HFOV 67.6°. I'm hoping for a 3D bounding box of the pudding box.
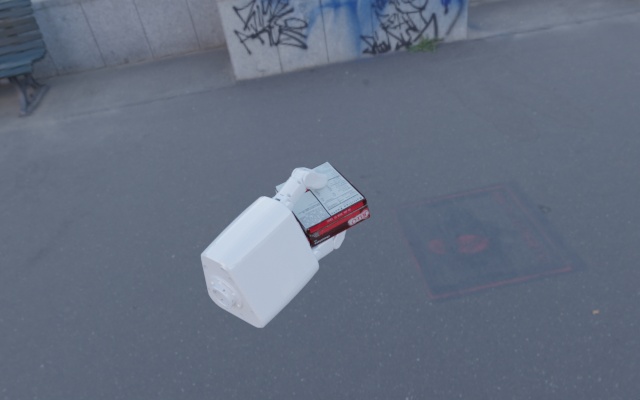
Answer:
[{"bbox_3d":[0.000,0.002,0.636,0.090,0.039,0.113,-26,41,-12],"label":"pudding box"}]
